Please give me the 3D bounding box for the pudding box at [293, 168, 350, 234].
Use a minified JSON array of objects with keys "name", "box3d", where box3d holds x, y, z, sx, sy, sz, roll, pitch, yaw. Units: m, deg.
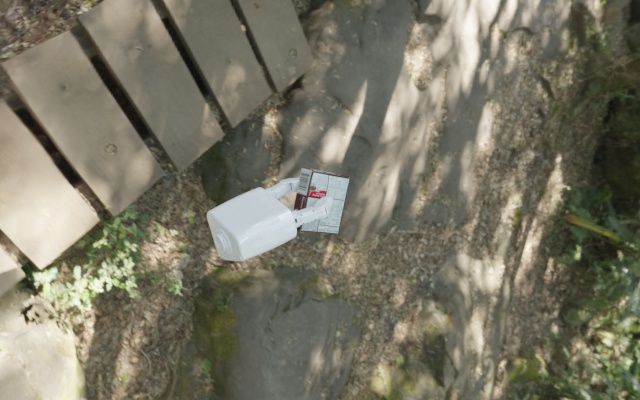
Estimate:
[{"name":"pudding box","box3d":[0.000,0.003,0.870,0.090,0.113,0.039,8,8,-38]}]
